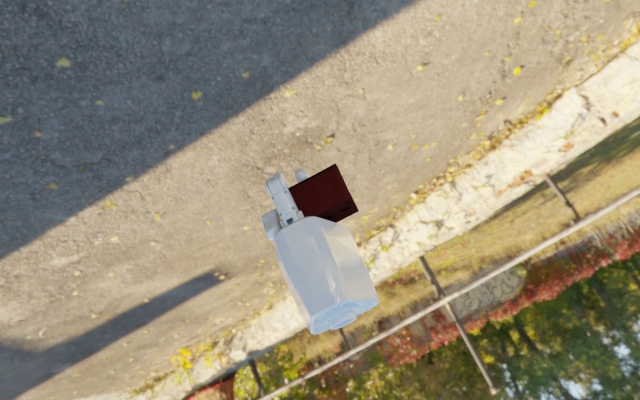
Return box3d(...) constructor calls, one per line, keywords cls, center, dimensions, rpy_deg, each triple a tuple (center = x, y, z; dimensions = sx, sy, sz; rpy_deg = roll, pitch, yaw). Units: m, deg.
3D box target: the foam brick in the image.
box3d(cls="foam brick", center=(0.000, 0.002, 0.588), dimensions=(0.078, 0.051, 0.053), rpy_deg=(-28, -25, 5))
